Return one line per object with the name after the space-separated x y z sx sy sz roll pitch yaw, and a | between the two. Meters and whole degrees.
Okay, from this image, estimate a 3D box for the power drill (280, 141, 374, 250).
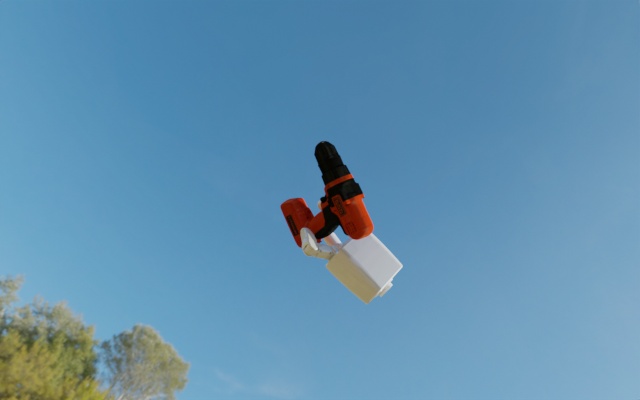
0.000 0.003 0.886 0.057 0.184 0.188 -19 -7 -38 | power drill
